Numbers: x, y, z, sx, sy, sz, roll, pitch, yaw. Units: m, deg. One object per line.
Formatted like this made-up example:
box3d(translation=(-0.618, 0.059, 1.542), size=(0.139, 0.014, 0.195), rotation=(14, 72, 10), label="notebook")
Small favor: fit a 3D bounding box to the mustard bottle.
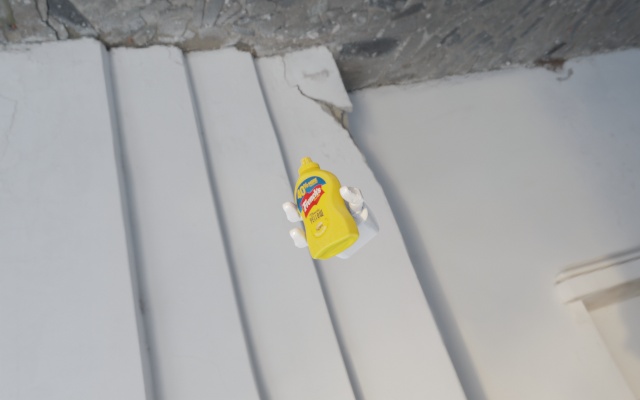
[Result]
box3d(translation=(0.000, 0.003, 0.864), size=(0.058, 0.191, 0.096), rotation=(10, -38, -45), label="mustard bottle")
